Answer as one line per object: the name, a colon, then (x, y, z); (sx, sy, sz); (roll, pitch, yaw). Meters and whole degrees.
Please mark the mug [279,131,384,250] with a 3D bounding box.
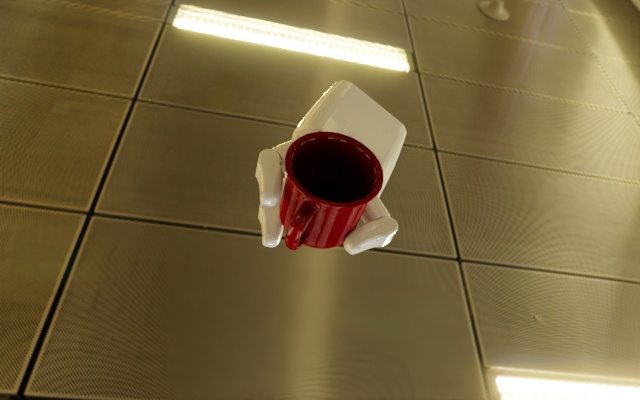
mug: (-0.001, 0.003, 0.458); (0.093, 0.117, 0.082); (27, -40, 7)
